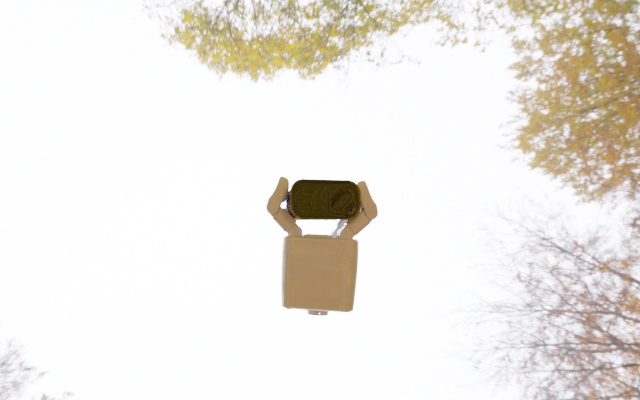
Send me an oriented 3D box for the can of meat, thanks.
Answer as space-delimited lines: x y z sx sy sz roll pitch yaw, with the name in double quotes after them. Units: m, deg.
0.000 0.002 0.715 0.102 0.057 0.084 1 -6 -11 "can of meat"
